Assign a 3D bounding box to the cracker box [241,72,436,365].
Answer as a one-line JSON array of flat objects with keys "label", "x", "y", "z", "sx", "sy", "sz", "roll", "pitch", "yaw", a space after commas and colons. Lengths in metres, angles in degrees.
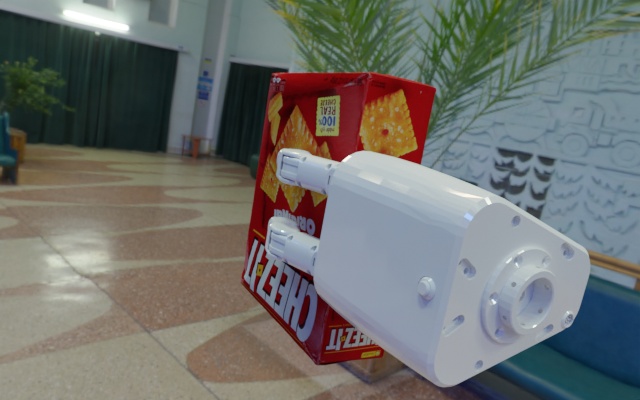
[{"label": "cracker box", "x": 0.000, "y": 0.001, "z": 0.409, "sx": 0.072, "sy": 0.214, "sz": 0.164, "roll": 4, "pitch": 12, "yaw": -31}]
